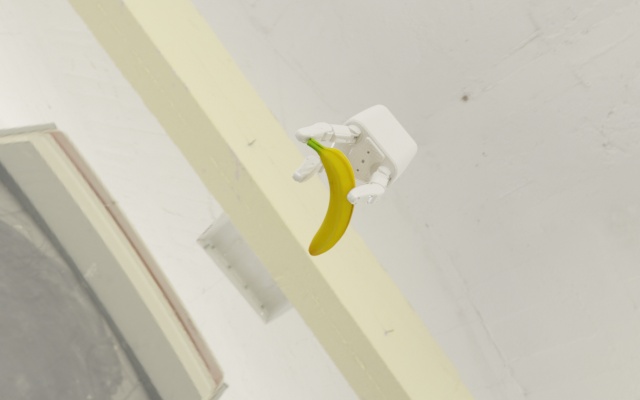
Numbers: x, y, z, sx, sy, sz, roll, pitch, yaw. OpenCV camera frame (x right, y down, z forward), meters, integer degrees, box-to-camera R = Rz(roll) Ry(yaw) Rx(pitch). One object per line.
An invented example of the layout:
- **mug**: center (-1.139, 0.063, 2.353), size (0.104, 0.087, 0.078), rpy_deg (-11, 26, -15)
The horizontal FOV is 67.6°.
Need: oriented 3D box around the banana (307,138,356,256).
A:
- **banana**: center (0.017, 0.004, 0.692), size (0.069, 0.198, 0.037), rpy_deg (15, 32, 23)
